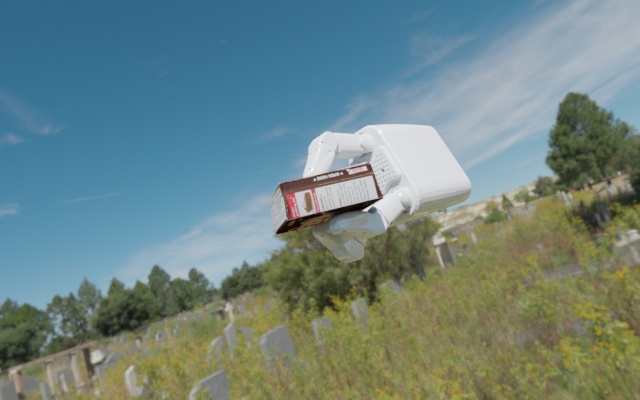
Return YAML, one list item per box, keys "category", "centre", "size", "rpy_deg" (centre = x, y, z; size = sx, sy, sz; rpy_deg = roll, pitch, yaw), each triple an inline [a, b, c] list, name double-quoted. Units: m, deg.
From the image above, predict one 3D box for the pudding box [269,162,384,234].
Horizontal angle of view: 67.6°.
- category: "pudding box"
  centre: [0.000, 0.001, 0.466]
  size: [0.090, 0.039, 0.113]
  rpy_deg: [-14, -9, -12]
